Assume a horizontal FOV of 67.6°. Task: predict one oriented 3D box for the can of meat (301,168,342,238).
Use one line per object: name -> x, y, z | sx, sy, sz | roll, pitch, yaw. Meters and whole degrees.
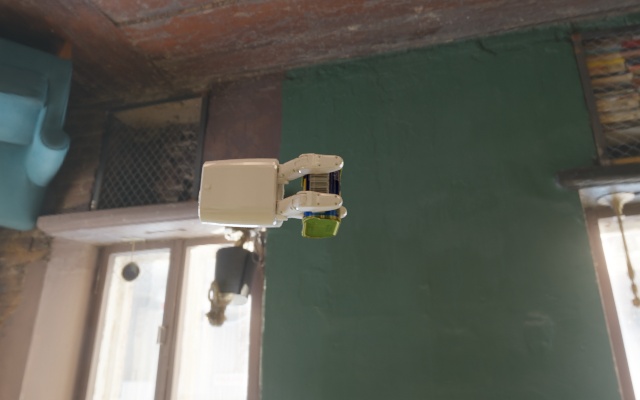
can of meat -> 0.000, 0.003, 0.692 | 0.057, 0.084, 0.102 | 2, -20, -3
